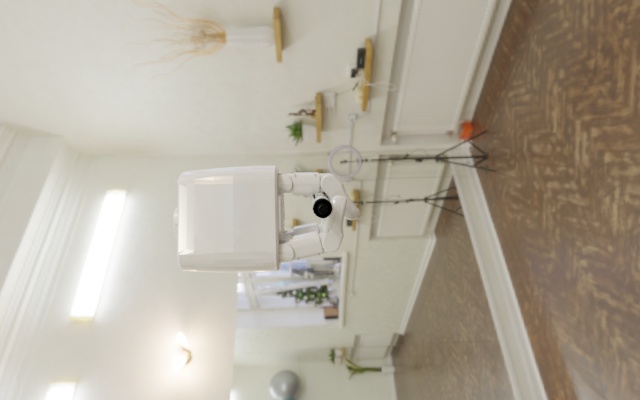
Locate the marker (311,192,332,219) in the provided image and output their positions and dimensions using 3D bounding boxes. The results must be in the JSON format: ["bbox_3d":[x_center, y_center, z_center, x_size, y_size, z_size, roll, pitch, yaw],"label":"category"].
[{"bbox_3d":[0.000,0.002,0.507,0.020,0.020,0.121,0,7,-2],"label":"marker"}]
